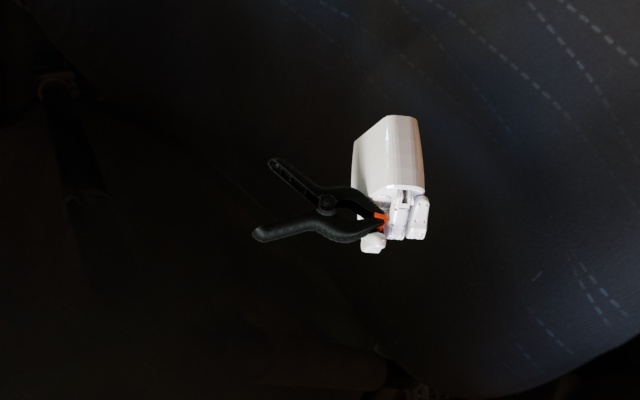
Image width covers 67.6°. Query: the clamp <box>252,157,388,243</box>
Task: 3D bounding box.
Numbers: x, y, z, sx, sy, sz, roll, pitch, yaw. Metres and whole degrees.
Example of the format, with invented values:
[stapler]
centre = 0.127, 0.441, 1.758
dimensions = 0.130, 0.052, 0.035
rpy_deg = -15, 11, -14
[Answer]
[clamp]
centre = 0.000, 0.002, 0.617
dimensions = 0.171, 0.120, 0.039
rpy_deg = 6, -23, -12
